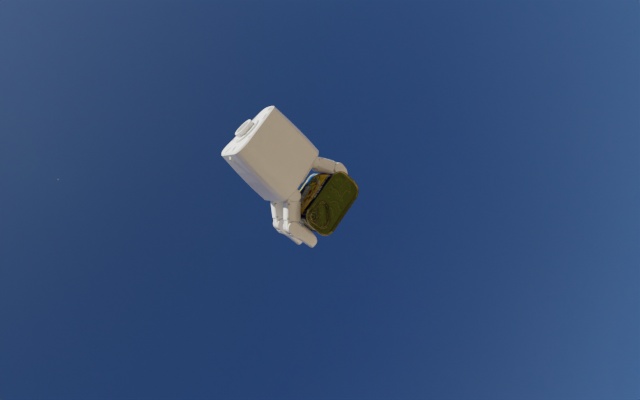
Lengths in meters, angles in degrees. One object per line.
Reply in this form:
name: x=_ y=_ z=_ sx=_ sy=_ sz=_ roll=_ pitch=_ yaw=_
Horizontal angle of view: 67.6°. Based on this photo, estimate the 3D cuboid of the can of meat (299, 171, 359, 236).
can of meat: x=0.000 y=0.002 z=0.772 sx=0.057 sy=0.102 sz=0.084 roll=42 pitch=-17 yaw=-24
